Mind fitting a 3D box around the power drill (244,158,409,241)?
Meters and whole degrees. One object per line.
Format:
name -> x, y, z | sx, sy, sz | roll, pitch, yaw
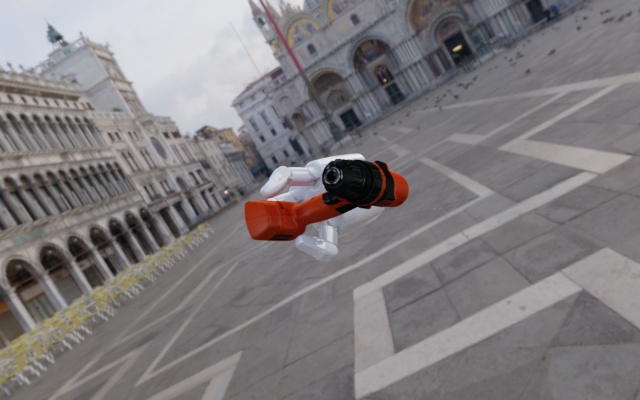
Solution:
power drill -> 0.000, 0.002, 0.592 | 0.188, 0.057, 0.184 | -18, -14, 28
